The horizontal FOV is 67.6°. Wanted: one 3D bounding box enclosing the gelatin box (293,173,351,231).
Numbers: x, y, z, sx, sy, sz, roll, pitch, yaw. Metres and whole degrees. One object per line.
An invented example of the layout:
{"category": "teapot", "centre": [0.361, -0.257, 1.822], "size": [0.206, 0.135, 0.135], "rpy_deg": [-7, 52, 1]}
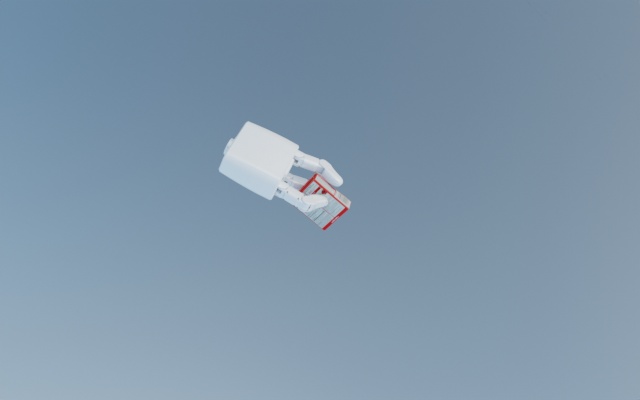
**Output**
{"category": "gelatin box", "centre": [0.000, 0.003, 0.888], "size": [0.073, 0.089, 0.030], "rpy_deg": [-44, 12, 31]}
